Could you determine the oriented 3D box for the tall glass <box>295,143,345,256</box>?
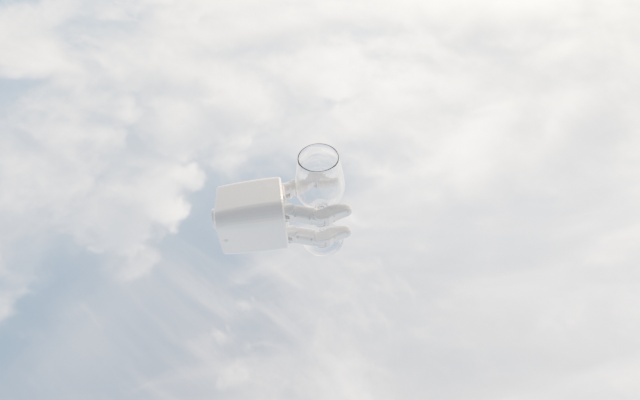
[{"bbox_3d":[0.000,0.003,0.772,0.079,0.079,0.201,0,-42,2],"label":"tall glass"}]
